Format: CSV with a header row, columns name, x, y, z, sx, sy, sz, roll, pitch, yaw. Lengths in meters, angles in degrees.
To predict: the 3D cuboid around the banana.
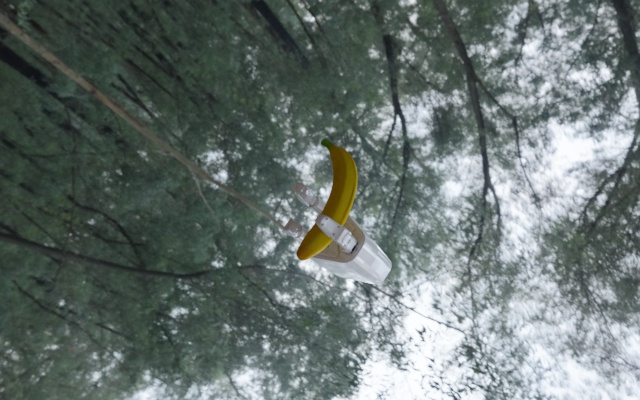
name,x,y,z,sx,sy,sz,roll,pitch,yaw
banana,0.017,0.000,0.719,0.069,0.197,0.037,2,-22,29
